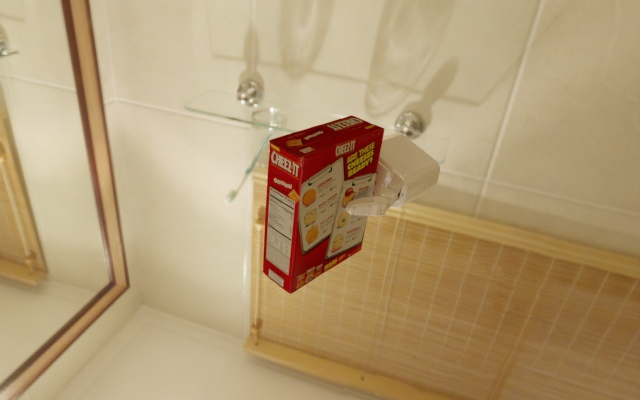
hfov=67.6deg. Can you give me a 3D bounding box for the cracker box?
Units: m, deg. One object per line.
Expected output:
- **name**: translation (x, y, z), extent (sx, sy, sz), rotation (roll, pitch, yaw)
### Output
- **cracker box**: translation (0.000, 0.002, 0.677), extent (0.072, 0.214, 0.164), rotation (29, 37, 33)
